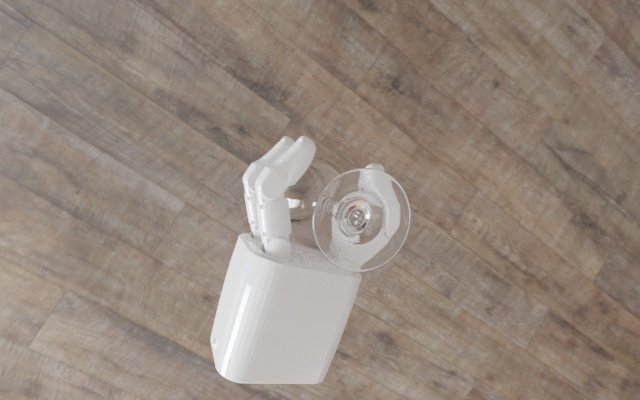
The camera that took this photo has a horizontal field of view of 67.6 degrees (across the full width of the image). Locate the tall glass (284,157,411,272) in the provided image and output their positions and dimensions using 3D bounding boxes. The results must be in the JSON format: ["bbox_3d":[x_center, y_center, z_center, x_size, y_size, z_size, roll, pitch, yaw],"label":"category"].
[{"bbox_3d":[0.000,0.001,0.427,0.079,0.079,0.201,0,8,-18],"label":"tall glass"}]
